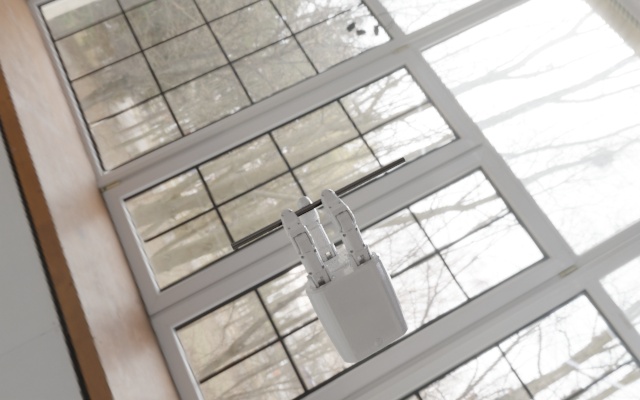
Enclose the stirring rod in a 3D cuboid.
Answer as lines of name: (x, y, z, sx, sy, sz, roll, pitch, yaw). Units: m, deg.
stirring rod: (0.000, 0.002, 0.589, 0.239, 0.011, 0.011, -27, 4, -9)
